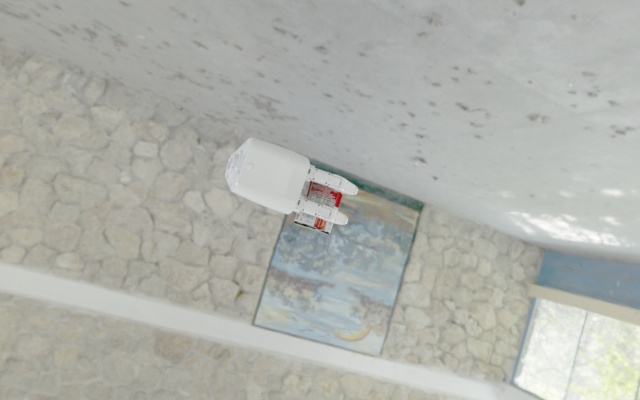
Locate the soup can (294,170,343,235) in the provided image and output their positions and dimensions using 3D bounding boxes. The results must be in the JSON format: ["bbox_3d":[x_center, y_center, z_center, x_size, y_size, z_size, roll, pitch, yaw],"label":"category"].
[{"bbox_3d":[0.000,0.003,0.843,0.068,0.102,0.068,18,-6,2],"label":"soup can"}]
